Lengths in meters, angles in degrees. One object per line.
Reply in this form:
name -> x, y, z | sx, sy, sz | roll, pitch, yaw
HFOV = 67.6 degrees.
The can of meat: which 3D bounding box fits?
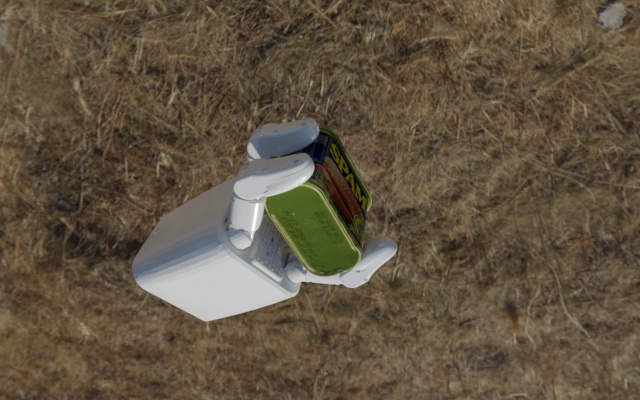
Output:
can of meat -> 0.000, 0.002, 0.407 | 0.057, 0.102, 0.084 | -20, 30, 23
